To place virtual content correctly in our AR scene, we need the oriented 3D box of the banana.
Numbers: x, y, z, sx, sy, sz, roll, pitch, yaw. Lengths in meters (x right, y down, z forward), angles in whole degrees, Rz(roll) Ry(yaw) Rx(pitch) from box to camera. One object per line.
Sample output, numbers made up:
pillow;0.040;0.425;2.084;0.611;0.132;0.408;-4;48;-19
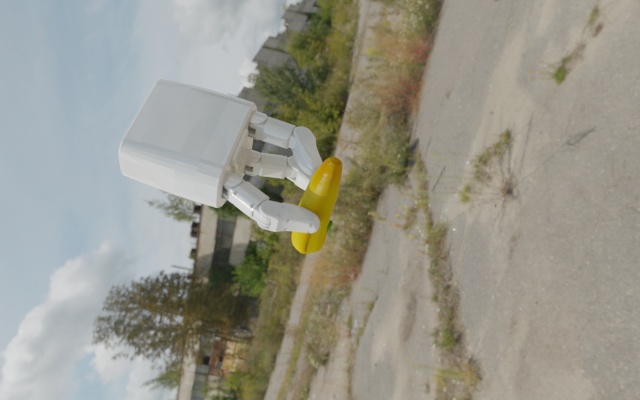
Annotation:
banana;-0.007;0.019;0.526;0.037;0.069;0.198;21;-20;4
